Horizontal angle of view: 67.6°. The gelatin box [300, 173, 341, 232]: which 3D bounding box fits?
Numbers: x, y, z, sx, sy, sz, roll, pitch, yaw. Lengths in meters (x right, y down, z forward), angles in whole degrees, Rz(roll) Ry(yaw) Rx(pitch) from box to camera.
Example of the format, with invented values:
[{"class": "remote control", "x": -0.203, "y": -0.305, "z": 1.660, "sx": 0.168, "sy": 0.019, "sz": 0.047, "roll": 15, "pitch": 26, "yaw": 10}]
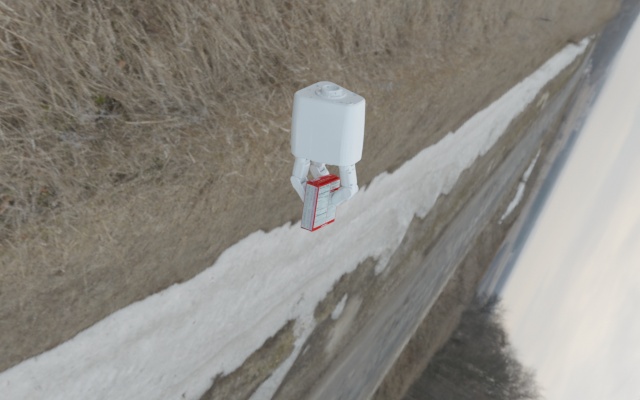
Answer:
[{"class": "gelatin box", "x": 0.000, "y": 0.003, "z": 0.844, "sx": 0.030, "sy": 0.089, "sz": 0.073, "roll": 19, "pitch": 23, "yaw": 29}]
